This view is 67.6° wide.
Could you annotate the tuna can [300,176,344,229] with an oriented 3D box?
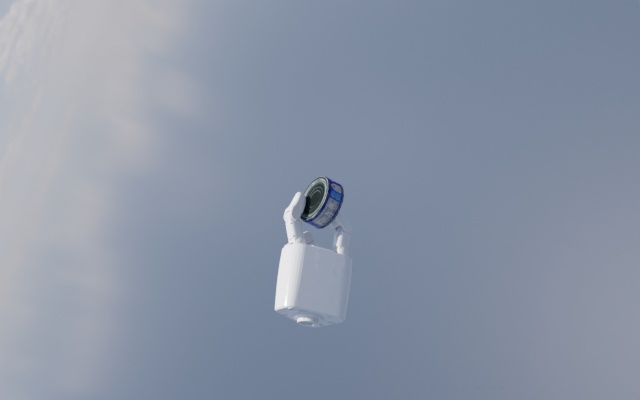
[{"bbox_3d":[0.000,0.002,0.812,0.034,0.086,0.086,28,-14,-27],"label":"tuna can"}]
